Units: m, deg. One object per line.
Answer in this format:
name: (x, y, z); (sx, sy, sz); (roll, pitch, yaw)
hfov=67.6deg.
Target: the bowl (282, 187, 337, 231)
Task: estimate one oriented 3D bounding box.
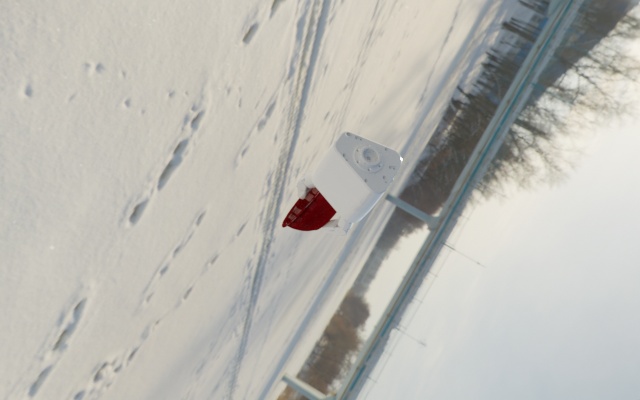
bowl: (0.000, 0.003, 0.882); (0.055, 0.162, 0.162); (41, -8, -9)
